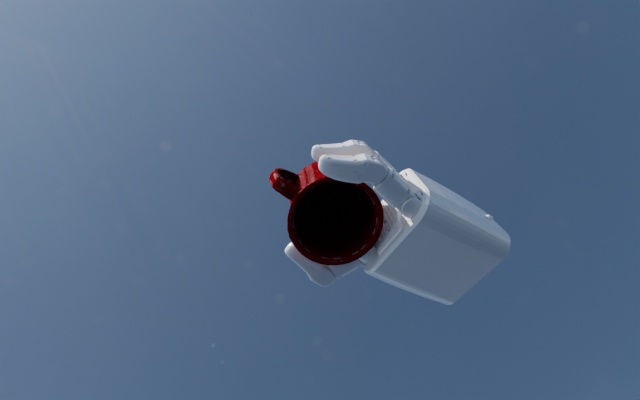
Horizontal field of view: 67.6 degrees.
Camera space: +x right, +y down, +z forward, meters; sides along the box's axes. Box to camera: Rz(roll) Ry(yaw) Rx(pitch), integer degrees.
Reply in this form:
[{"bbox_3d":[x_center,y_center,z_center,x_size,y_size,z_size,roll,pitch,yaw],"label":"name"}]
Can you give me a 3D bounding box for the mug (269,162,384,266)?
[{"bbox_3d":[-0.001,0.001,0.486,0.117,0.093,0.081,26,15,-15],"label":"mug"}]
